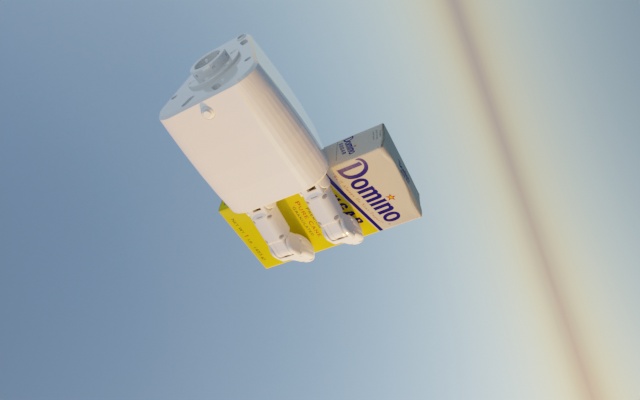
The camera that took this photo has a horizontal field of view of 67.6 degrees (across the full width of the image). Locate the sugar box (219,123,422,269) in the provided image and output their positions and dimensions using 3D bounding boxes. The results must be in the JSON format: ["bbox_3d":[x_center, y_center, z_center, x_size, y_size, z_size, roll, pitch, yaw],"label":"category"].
[{"bbox_3d":[0.000,0.002,0.470,0.176,0.093,0.048,-20,35,22],"label":"sugar box"}]
